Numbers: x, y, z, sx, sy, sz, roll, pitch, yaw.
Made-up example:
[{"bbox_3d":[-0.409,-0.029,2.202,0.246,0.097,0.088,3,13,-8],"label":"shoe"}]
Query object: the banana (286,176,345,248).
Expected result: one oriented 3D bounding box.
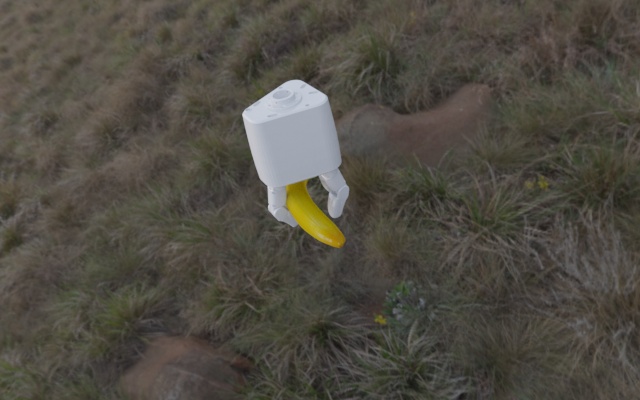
[{"bbox_3d":[-0.019,0.001,0.705,0.069,0.037,0.197,-3,35,-13],"label":"banana"}]
